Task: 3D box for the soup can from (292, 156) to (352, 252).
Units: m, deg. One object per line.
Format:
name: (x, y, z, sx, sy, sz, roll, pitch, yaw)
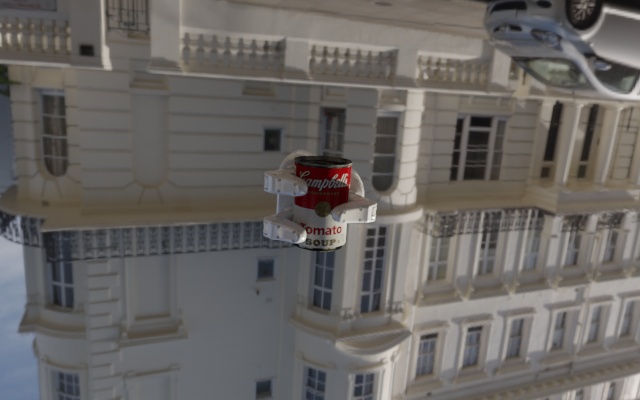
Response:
soup can: (0.000, 0.002, 0.567, 0.068, 0.102, 0.068, 4, 14, -1)
